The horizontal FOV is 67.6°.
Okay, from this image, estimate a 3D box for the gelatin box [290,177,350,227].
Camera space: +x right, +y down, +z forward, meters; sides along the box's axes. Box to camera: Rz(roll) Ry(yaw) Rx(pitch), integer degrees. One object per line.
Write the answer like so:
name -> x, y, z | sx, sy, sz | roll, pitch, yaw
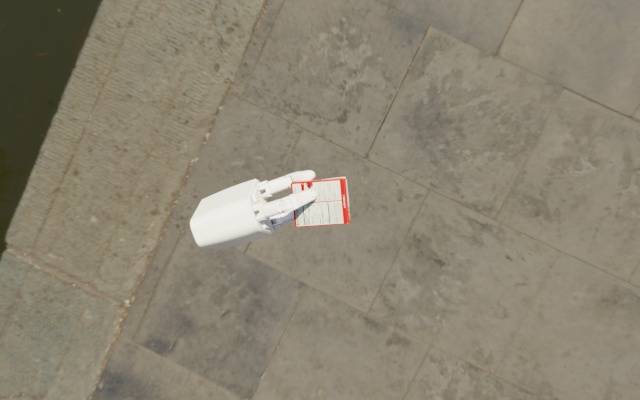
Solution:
gelatin box -> 0.000, 0.003, 0.759 | 0.089, 0.073, 0.030 | -4, 6, 11
